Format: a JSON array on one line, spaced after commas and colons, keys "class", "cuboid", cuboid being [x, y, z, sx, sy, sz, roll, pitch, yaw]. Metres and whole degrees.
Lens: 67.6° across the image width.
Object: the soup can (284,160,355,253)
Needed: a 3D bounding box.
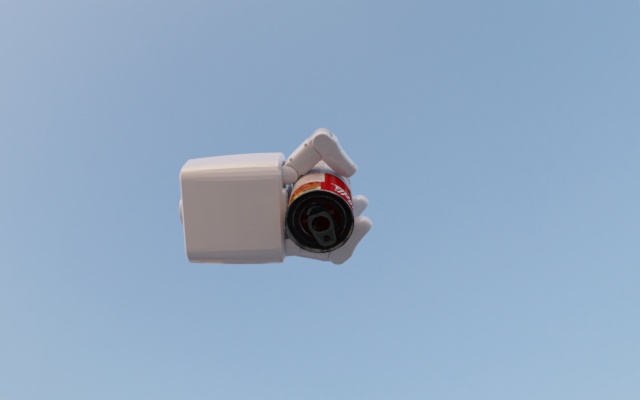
[{"class": "soup can", "cuboid": [0.001, 0.001, 0.505, 0.068, 0.068, 0.102, 0, 23, 2]}]
